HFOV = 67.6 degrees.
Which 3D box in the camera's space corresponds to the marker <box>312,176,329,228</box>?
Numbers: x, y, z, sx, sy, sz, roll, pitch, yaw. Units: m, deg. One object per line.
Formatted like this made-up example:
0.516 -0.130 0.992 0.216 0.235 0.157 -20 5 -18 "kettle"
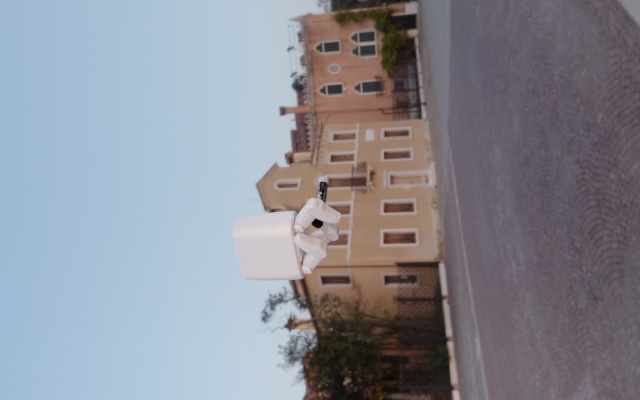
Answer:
0.000 0.003 0.810 0.020 0.020 0.121 0 41 7 "marker"
